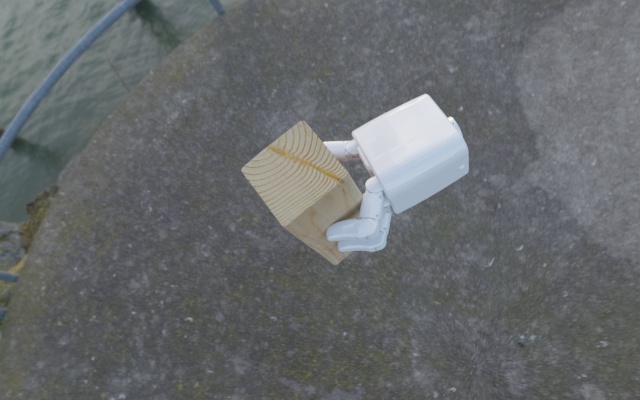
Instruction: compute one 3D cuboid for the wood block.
[{"bbox_3d":[0.000,0.001,0.594,0.090,0.090,0.206,-39,-25,1],"label":"wood block"}]
